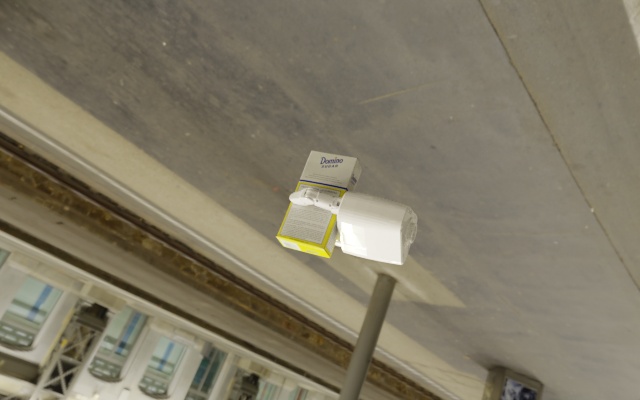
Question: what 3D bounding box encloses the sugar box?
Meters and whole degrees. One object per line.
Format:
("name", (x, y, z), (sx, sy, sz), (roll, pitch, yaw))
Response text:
("sugar box", (0.000, 0.003, 0.823), (0.093, 0.176, 0.048), (12, -25, 23))
